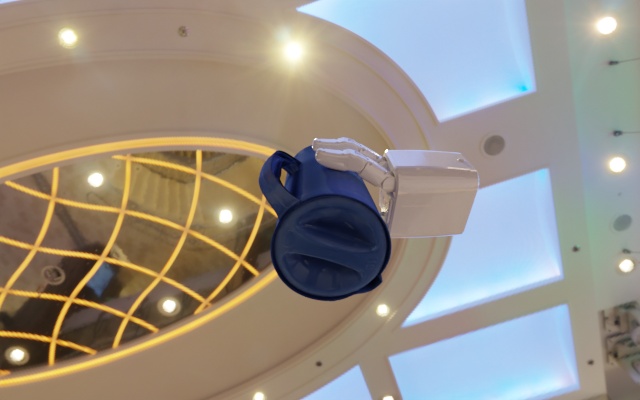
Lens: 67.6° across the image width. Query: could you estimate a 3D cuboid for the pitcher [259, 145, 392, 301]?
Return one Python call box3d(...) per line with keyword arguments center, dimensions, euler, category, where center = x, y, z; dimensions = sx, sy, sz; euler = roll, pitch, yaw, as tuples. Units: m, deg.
box3d(center=(0.000, 0.002, 0.622), dimensions=(0.145, 0.149, 0.242), euler=(-1, 24, -3), category="pitcher")
